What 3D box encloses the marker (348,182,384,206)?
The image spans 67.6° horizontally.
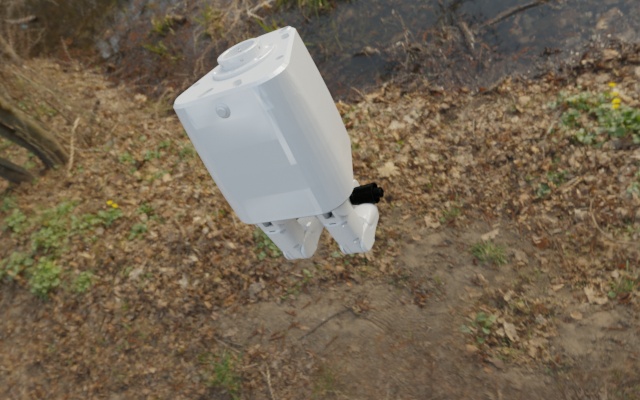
[{"bbox_3d":[0.000,0.001,0.439,0.121,0.020,0.020,-10,-4,27],"label":"marker"}]
